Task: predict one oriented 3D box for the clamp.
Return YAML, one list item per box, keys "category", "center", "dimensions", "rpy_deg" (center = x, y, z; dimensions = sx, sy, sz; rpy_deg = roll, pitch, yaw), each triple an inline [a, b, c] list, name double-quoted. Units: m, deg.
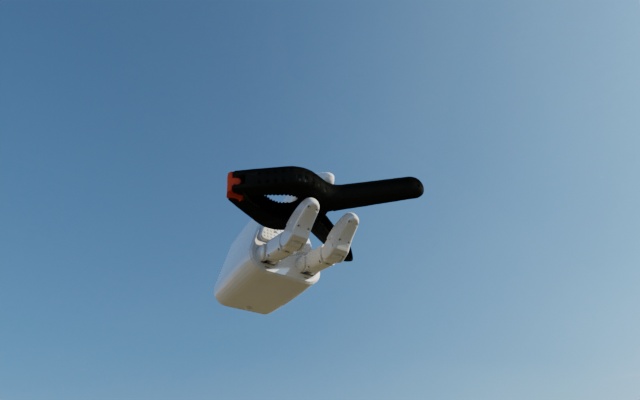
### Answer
- category: "clamp"
  center: [-0.001, 0.001, 0.538]
  dimensions: [0.210, 0.036, 0.165]
  rpy_deg: [20, -46, -30]
